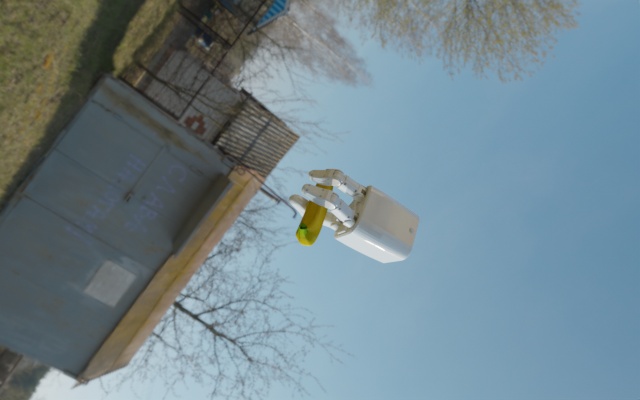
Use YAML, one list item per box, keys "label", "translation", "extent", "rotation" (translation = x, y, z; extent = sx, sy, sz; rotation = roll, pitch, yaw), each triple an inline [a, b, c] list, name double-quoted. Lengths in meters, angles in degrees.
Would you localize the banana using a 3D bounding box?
- label: "banana"
  translation: [-0.007, 0.019, 0.794]
  extent: [0.037, 0.070, 0.197]
  rotation: [23, 33, -2]
